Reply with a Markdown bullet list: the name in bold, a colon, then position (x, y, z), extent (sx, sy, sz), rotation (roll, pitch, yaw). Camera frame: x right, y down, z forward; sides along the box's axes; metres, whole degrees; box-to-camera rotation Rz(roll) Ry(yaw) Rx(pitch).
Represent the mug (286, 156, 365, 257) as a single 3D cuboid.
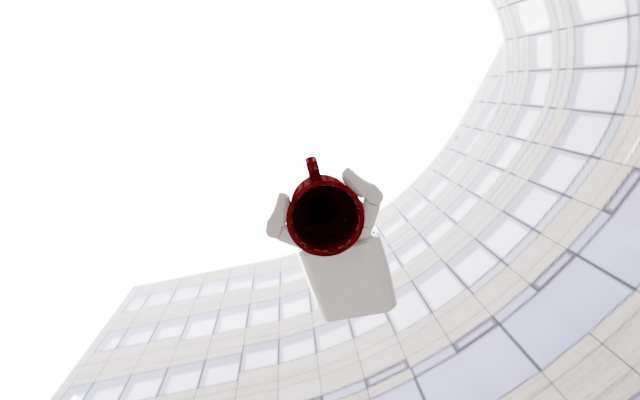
- **mug**: position (0.000, 0.001, 0.595), extent (0.093, 0.117, 0.081), rotation (-17, 14, 0)
